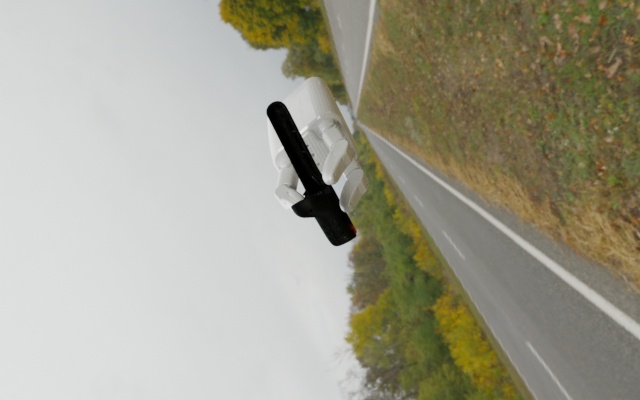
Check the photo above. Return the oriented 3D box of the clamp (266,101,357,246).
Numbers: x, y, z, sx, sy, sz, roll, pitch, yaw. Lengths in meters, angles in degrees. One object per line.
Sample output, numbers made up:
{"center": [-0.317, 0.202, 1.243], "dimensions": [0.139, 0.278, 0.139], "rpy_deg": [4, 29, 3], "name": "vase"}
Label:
{"center": [0.000, 0.002, 0.569], "dimensions": [0.036, 0.164, 0.210], "rpy_deg": [-24, -46, 10], "name": "clamp"}
